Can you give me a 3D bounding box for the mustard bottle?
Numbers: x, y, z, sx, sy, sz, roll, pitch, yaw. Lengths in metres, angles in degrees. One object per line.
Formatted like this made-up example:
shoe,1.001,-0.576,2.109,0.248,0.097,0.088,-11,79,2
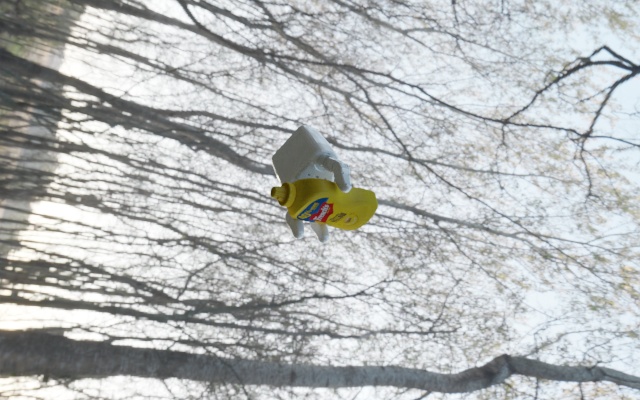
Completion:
mustard bottle,0.000,0.003,0.830,0.191,0.058,0.096,13,-37,-33
